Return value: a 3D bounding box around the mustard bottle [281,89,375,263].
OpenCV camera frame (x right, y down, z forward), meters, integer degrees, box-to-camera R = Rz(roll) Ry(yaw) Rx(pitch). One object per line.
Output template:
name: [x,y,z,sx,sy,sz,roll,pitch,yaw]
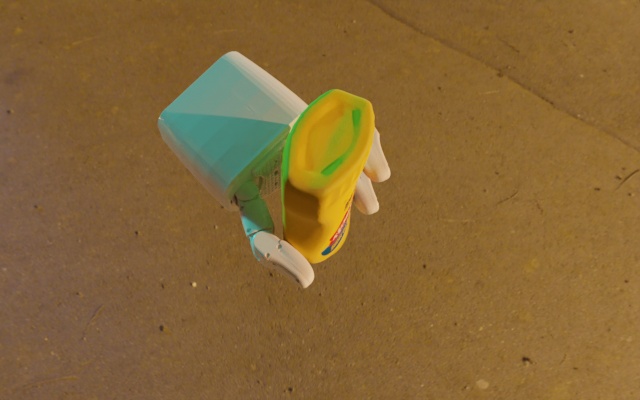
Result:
mustard bottle: [0.000,0.001,0.415,0.058,0.096,0.192,20,-29,7]
